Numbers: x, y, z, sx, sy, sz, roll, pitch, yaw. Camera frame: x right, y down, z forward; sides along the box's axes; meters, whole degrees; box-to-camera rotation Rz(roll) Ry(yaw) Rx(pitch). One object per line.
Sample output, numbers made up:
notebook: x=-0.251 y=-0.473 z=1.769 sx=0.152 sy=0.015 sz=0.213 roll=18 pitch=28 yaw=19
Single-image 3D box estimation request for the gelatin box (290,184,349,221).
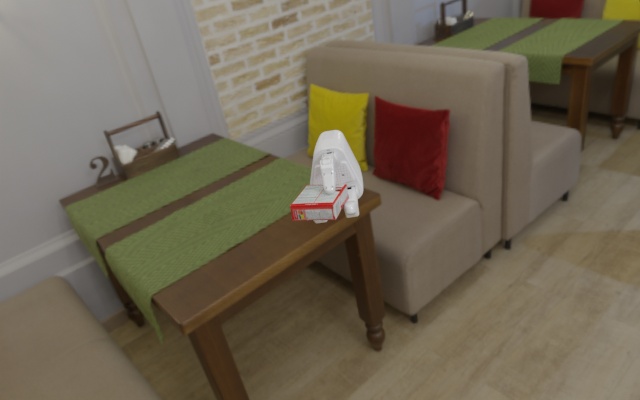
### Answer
gelatin box: x=0.000 y=0.002 z=0.779 sx=0.073 sy=0.030 sz=0.089 roll=-2 pitch=23 yaw=19
